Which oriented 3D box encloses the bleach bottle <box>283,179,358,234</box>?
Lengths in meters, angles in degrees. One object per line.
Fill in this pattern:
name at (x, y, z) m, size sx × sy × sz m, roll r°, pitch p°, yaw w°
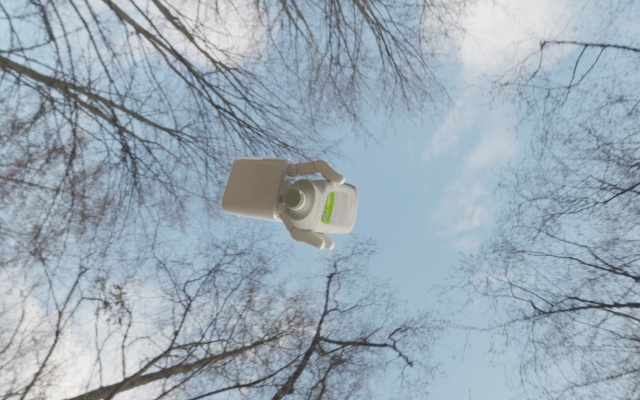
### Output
bleach bottle at (0.000, 0.003, 0.813) m, size 0.068 × 0.102 × 0.251 m, roll 4°, pitch -5°, yaw 19°
